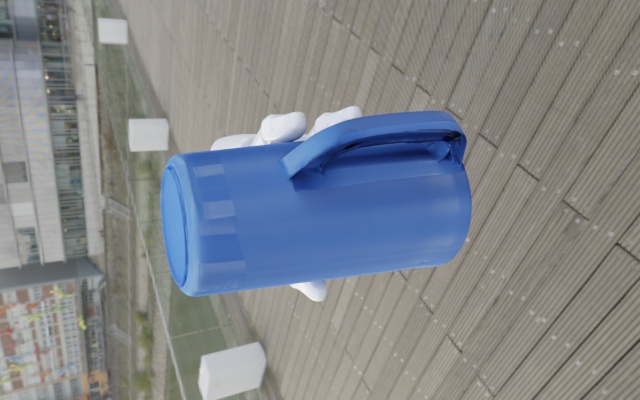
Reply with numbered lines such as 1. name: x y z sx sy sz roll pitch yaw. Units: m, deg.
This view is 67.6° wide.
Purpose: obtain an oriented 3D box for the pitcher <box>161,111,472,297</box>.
1. pitcher: 0.000 0.001 0.402 0.243 0.149 0.145 -6 12 -27
